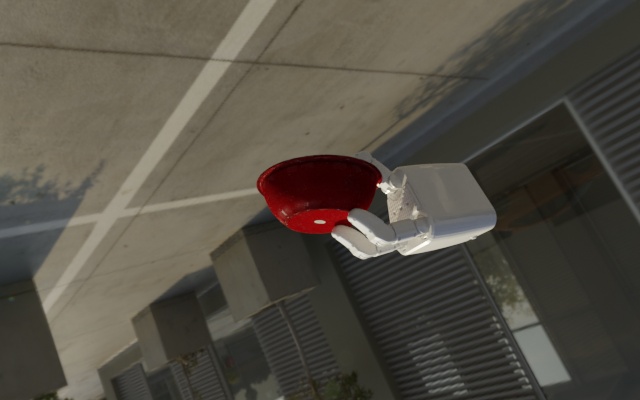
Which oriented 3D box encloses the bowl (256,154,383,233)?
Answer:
[{"bbox_3d":[-0.001,0.002,0.605,0.162,0.055,0.162,-3,-22,-1],"label":"bowl"}]
